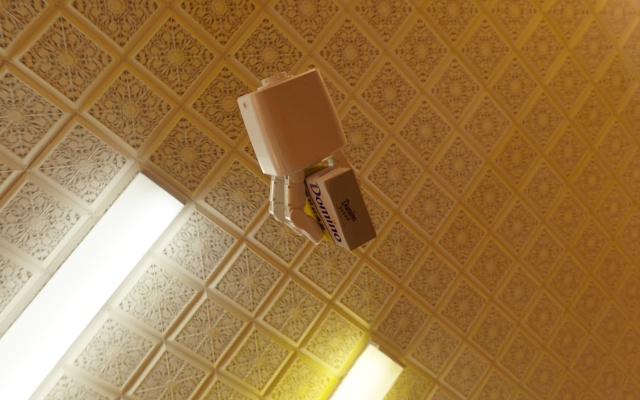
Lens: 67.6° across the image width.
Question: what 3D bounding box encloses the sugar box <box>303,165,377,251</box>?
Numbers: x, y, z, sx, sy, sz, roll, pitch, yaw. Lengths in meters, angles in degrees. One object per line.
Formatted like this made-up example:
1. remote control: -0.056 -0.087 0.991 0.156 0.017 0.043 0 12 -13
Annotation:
1. sugar box: 0.000 0.002 0.630 0.048 0.093 0.176 -26 16 -17
